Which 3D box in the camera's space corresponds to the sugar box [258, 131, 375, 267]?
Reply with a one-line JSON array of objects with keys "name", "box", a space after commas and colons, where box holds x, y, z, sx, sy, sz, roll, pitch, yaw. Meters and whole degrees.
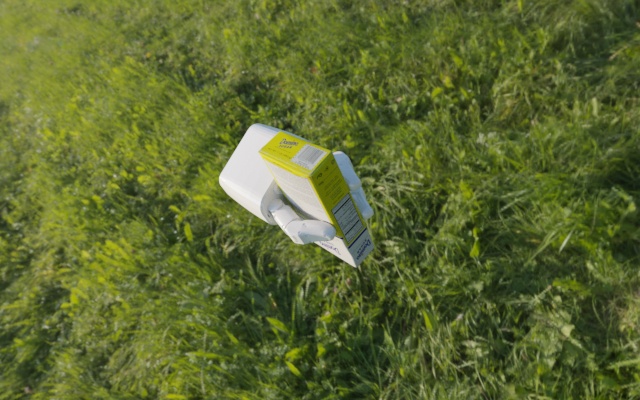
[{"name": "sugar box", "box": [0.000, 0.001, 0.587, 0.093, 0.048, 0.176, 28, -22, 40]}]
